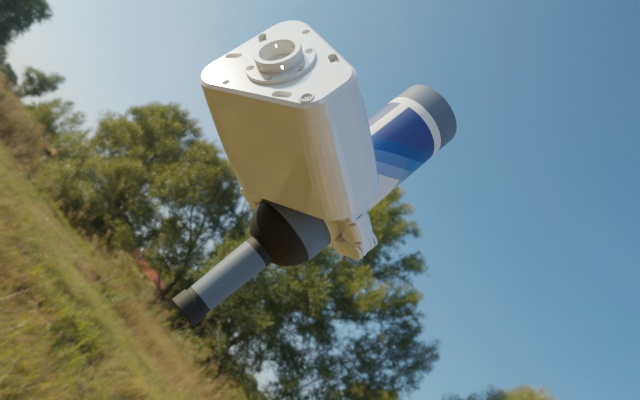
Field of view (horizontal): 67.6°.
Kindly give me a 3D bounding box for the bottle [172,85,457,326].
[{"bbox_3d":[0.000,0.001,0.422,0.295,0.069,0.069,-39,15,-20],"label":"bottle"}]
